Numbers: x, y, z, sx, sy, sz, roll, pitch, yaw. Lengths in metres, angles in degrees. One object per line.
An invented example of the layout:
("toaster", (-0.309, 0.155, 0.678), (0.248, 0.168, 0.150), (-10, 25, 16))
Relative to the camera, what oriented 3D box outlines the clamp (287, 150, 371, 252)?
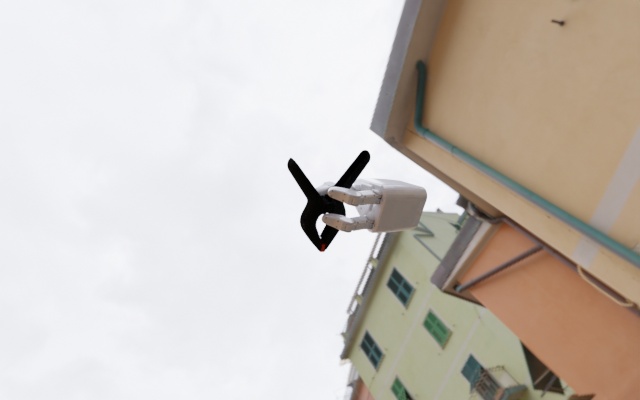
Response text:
("clamp", (0.000, 0.003, 0.886), (0.164, 0.210, 0.036), (-1, 29, -29))
